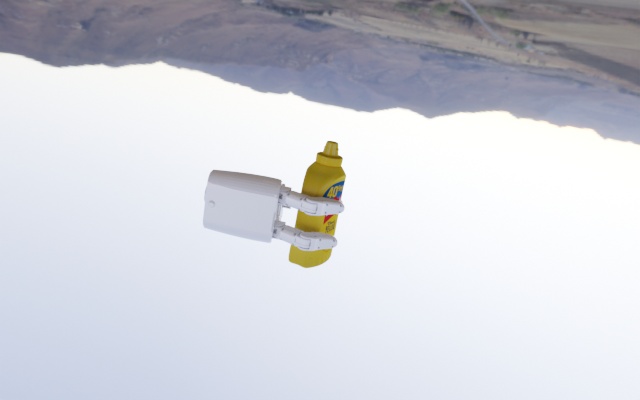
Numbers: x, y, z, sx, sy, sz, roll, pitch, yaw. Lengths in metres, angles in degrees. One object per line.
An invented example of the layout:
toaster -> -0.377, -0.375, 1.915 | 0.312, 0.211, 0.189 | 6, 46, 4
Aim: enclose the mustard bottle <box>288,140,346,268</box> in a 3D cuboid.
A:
mustard bottle -> 0.000, 0.003, 0.736 | 0.058, 0.192, 0.096 | 19, 19, 25
